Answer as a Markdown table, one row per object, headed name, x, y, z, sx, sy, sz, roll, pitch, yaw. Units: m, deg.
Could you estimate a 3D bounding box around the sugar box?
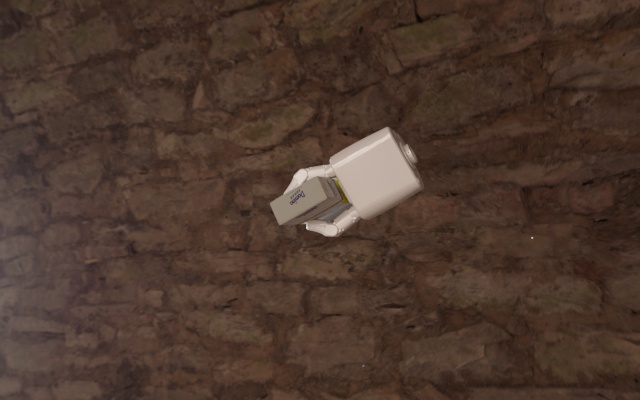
| name | x | y | z | sx | sy | sz | roll | pitch | yaw |
| --- | --- | --- | --- | --- | --- | --- | --- | --- | --- |
| sugar box | 0.000 | 0.002 | 0.794 | 0.093 | 0.048 | 0.176 | -29 | -15 | 19 |
